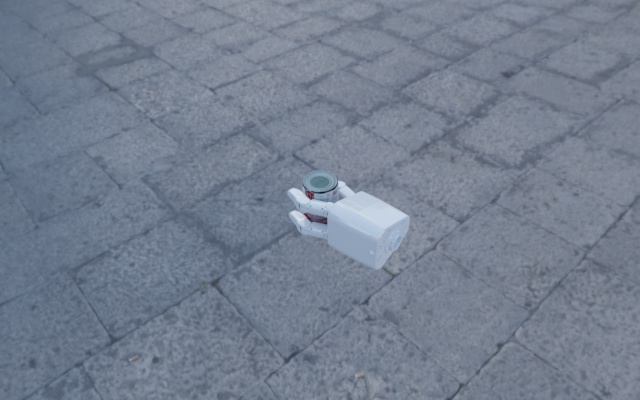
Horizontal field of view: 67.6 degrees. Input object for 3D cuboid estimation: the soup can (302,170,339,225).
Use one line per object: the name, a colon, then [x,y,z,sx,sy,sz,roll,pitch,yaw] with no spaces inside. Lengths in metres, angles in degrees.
soup can: [0.000,0.002,0.900,0.068,0.102,0.068,-1,40,1]
